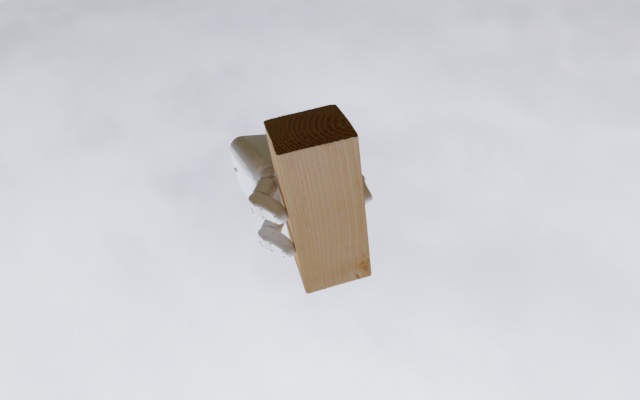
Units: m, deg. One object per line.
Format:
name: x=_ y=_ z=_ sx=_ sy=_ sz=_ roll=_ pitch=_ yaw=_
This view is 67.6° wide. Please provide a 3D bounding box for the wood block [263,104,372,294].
wood block: x=0.000 y=0.002 z=0.584 sx=0.091 sy=0.206 sz=0.090 roll=-15 pitch=37 yaw=-8
